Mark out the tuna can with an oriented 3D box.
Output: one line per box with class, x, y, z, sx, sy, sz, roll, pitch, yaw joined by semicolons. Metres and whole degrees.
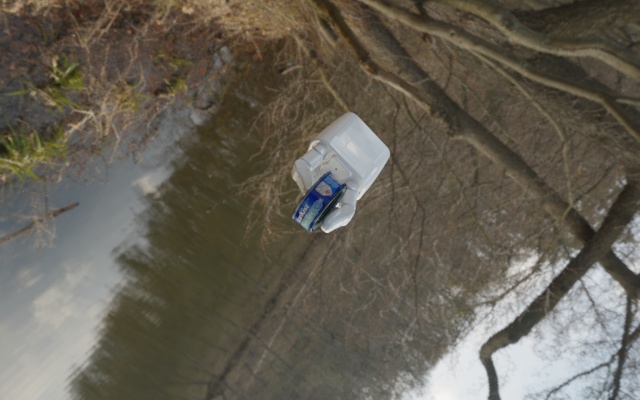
tuna can;0.001;0.003;0.673;0.034;0.086;0.086;39;6;8
